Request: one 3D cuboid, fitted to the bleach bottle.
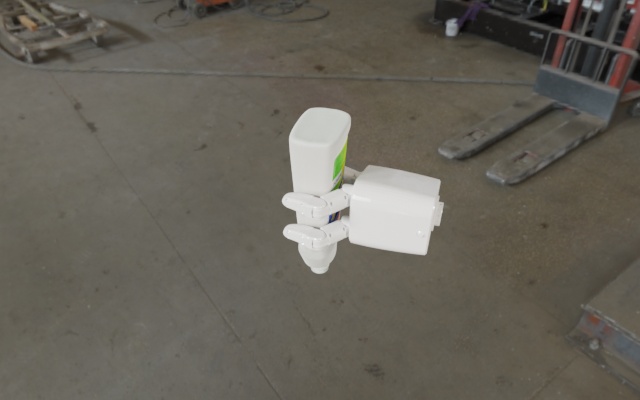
[{"bbox_3d":[0.000,0.002,0.686,0.068,0.251,0.102,11,40,14],"label":"bleach bottle"}]
